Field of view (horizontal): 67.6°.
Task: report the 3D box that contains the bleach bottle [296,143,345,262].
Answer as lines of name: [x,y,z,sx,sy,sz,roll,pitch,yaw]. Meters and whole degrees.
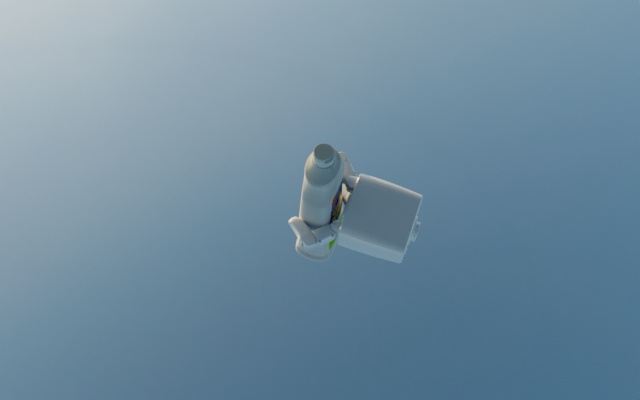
bleach bottle: [0.000,0.002,0.758,0.068,0.102,0.251,19,-28,10]
